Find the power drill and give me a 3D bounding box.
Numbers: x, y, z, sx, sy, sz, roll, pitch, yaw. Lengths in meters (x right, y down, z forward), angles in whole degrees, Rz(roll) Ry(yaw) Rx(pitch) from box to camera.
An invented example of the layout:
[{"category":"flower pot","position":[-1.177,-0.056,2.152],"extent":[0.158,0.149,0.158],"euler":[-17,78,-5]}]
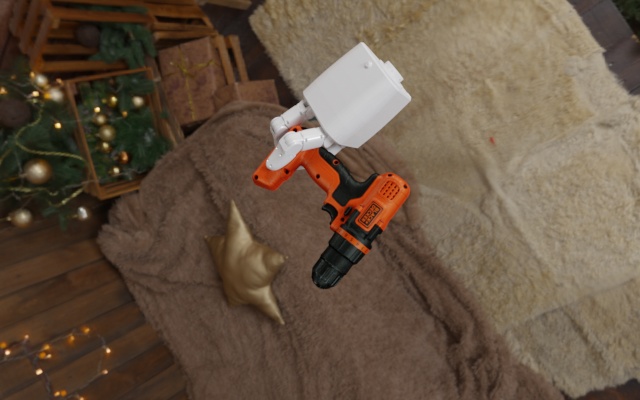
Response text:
[{"category":"power drill","position":[0.000,0.002,0.657],"extent":[0.187,0.184,0.057],"euler":[38,-4,9]}]
